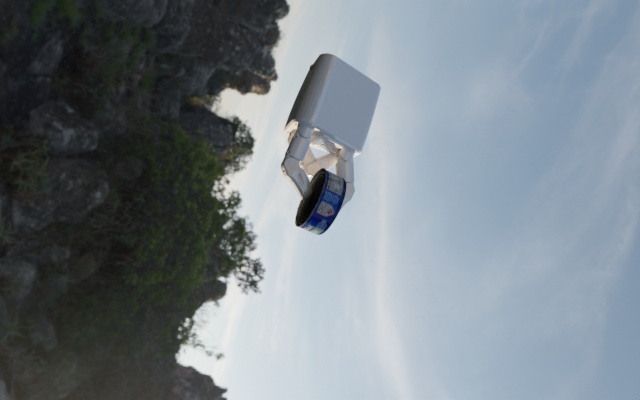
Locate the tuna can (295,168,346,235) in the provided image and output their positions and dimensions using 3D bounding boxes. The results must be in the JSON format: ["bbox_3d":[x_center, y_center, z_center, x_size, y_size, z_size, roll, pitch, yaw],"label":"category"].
[{"bbox_3d":[0.001,0.002,0.639,0.034,0.086,0.086,25,-7,-15],"label":"tuna can"}]
